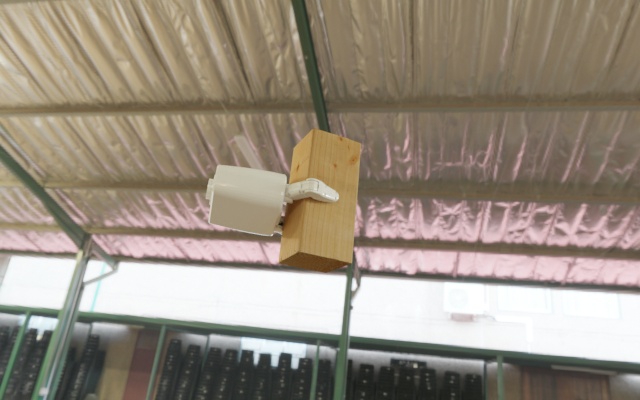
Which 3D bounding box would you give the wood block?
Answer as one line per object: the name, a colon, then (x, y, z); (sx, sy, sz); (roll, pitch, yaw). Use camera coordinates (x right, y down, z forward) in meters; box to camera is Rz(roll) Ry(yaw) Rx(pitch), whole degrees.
wood block: (0.000, 0.002, 0.773); (0.090, 0.206, 0.091); (15, -23, -22)
